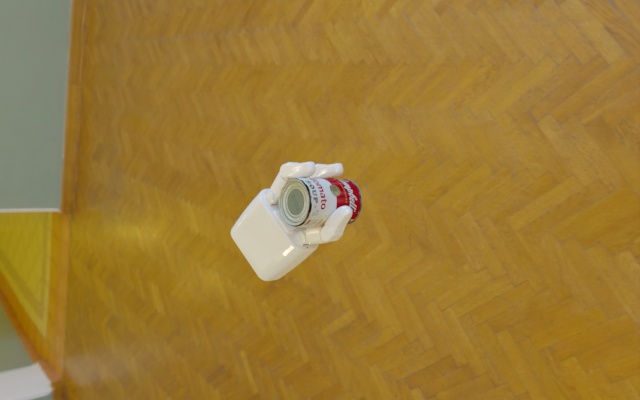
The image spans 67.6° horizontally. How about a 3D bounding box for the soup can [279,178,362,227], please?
[{"bbox_3d":[0.000,0.002,0.675,0.102,0.068,0.068,0,0,-43],"label":"soup can"}]
